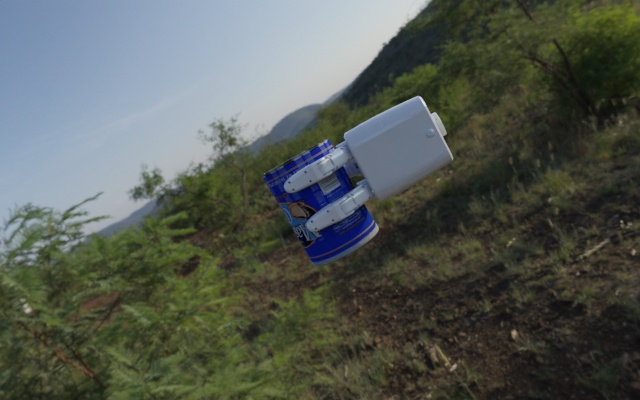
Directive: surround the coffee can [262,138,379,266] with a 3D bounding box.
[{"bbox_3d":[0.000,0.002,0.641,0.103,0.140,0.103,-29,7,4],"label":"coffee can"}]
